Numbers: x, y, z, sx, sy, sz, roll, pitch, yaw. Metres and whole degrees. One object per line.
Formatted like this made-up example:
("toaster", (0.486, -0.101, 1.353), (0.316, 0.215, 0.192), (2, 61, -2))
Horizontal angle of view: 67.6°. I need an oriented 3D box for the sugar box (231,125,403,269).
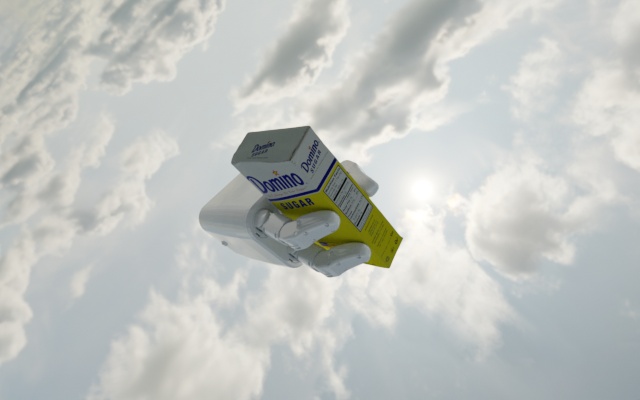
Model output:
("sugar box", (0.000, 0.002, 0.478), (0.093, 0.048, 0.176), (3, -32, 46))
